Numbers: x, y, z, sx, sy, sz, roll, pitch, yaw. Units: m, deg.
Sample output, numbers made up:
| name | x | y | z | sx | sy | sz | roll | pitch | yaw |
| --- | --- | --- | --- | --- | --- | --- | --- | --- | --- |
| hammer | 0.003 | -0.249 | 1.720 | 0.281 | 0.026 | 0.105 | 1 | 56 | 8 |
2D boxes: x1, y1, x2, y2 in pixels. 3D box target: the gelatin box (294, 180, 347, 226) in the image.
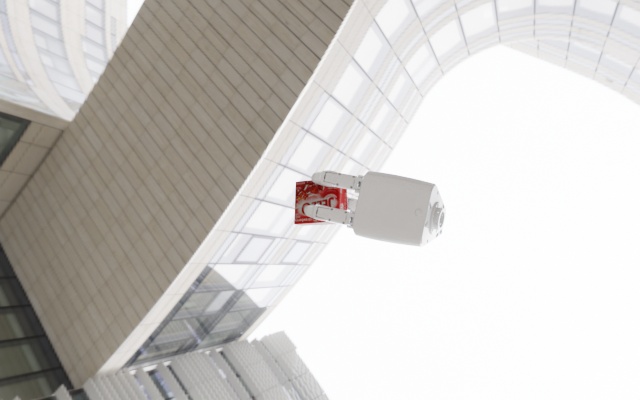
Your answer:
| name | x | y | z | sx | sy | sz | roll | pitch | yaw |
| --- | --- | --- | --- | --- | --- | --- | --- | --- | --- |
| gelatin box | 0.000 | 0.003 | 0.781 | 0.089 | 0.073 | 0.030 | -5 | -11 | 32 |
